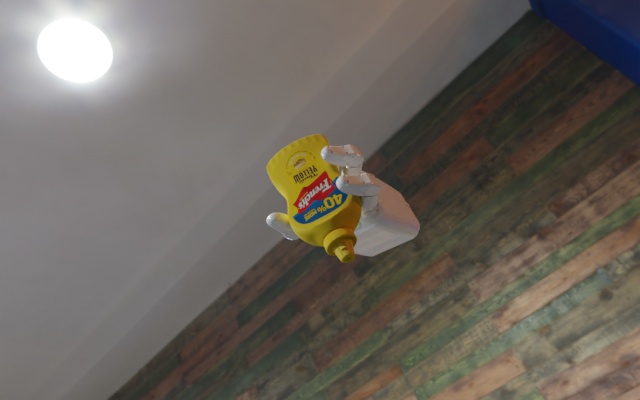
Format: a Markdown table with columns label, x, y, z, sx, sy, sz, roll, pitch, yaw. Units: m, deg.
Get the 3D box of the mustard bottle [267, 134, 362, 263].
| label | x | y | z | sx | sy | sz | roll | pitch | yaw |
| --- | --- | --- | --- | --- | --- | --- | --- | --- | --- |
| mustard bottle | 0.000 | 0.002 | 0.627 | 0.096 | 0.191 | 0.058 | -29 | -37 | 3 |
